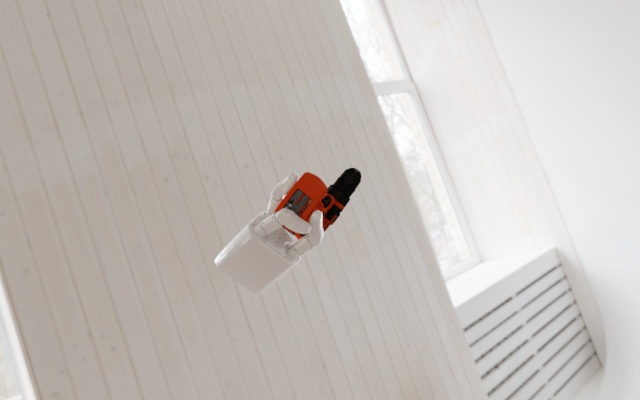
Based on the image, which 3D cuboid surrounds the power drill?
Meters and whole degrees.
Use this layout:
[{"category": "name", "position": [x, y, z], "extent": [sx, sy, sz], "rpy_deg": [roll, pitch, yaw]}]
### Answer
[{"category": "power drill", "position": [0.000, 0.003, 0.890], "extent": [0.057, 0.184, 0.188], "rpy_deg": [37, 4, 19]}]
